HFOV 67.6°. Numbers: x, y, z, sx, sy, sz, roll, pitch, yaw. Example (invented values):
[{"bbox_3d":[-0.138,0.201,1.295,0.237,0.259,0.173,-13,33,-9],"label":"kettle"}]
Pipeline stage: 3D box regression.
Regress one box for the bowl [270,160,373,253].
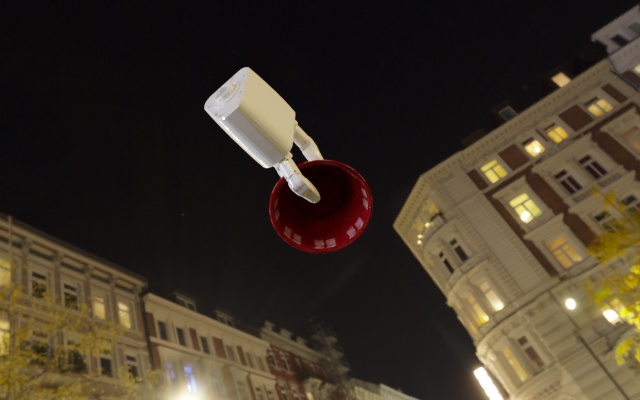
[{"bbox_3d":[0.001,0.003,0.767,0.162,0.162,0.055,0,24,-3],"label":"bowl"}]
